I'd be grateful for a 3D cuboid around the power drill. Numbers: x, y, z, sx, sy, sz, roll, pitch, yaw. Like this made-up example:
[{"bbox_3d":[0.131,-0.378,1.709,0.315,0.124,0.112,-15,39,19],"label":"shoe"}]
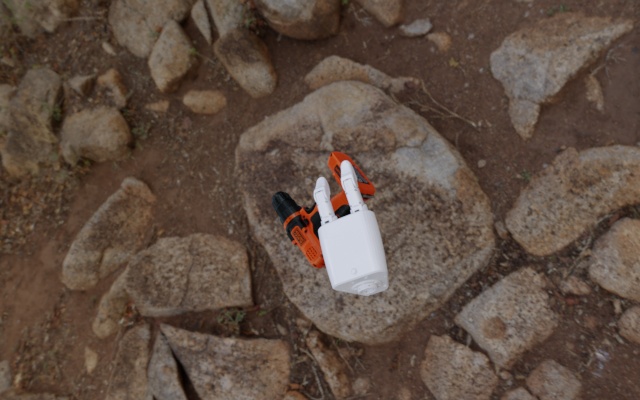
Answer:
[{"bbox_3d":[0.001,0.003,0.886,0.057,0.188,0.184,3,42,-51],"label":"power drill"}]
